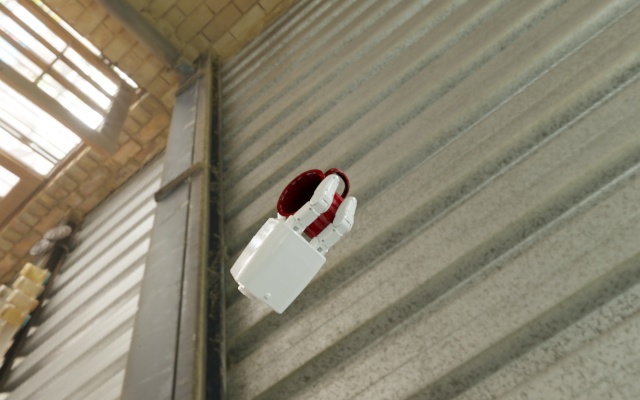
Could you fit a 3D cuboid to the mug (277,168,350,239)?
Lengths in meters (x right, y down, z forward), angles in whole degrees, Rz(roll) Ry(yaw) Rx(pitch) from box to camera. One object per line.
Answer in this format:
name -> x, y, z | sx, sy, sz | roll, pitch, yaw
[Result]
mug -> 0.001, 0.001, 0.752 | 0.081, 0.117, 0.093 | 45, -10, -31
